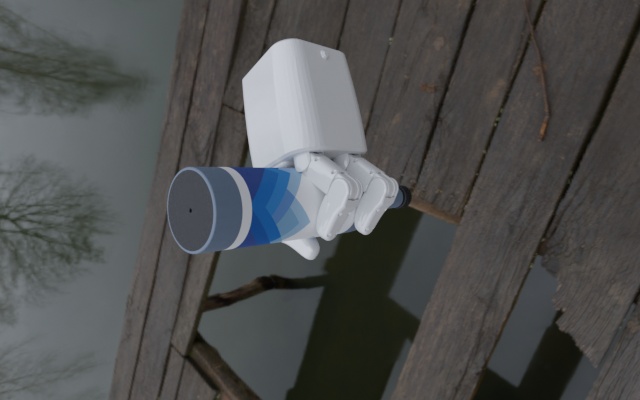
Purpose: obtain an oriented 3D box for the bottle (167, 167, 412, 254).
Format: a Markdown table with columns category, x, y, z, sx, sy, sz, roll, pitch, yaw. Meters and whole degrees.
| category | x | y | z | sx | sy | sz | roll | pitch | yaw |
| --- | --- | --- | --- | --- | --- | --- | --- | --- | --- |
| bottle | 0.000 | 0.002 | 0.469 | 0.069 | 0.069 | 0.296 | 0 | 2 | 42 |
